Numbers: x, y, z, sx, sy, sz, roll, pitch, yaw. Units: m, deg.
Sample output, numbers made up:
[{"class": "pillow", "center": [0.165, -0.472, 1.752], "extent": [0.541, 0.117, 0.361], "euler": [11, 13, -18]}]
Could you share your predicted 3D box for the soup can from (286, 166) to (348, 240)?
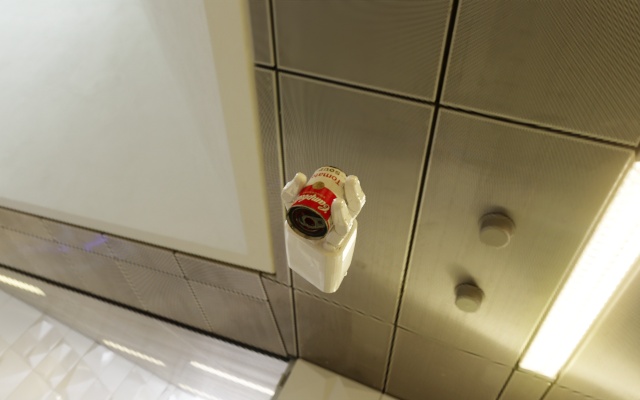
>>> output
[{"class": "soup can", "center": [0.000, 0.002, 0.731], "extent": [0.068, 0.068, 0.102], "euler": [0, 39, 32]}]
